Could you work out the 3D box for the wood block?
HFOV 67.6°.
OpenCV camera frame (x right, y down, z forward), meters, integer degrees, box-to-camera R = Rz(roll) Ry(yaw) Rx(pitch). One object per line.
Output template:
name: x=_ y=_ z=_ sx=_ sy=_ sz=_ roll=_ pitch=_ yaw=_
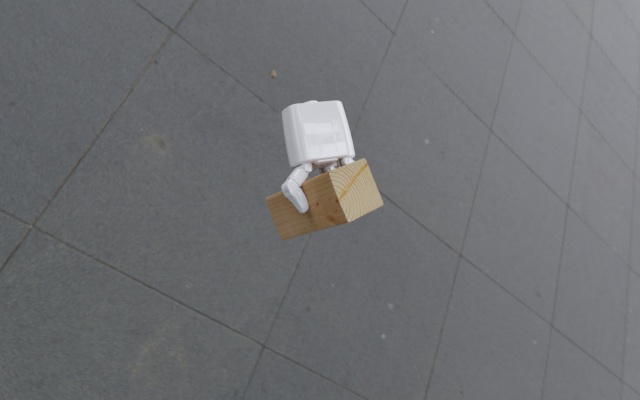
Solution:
wood block: x=0.000 y=0.003 z=0.864 sx=0.091 sy=0.090 sz=0.206 roll=-23 pitch=2 yaw=-38
